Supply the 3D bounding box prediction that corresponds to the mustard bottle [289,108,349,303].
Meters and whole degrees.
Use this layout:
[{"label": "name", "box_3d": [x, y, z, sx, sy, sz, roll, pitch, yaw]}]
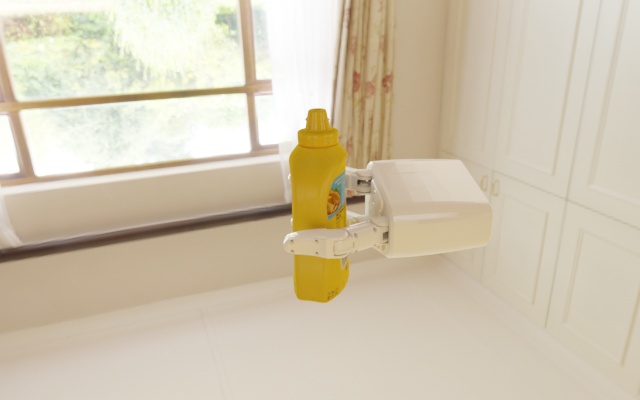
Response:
[{"label": "mustard bottle", "box_3d": [0.000, 0.002, 0.494, 0.058, 0.192, 0.096, 5, 22, 16]}]
